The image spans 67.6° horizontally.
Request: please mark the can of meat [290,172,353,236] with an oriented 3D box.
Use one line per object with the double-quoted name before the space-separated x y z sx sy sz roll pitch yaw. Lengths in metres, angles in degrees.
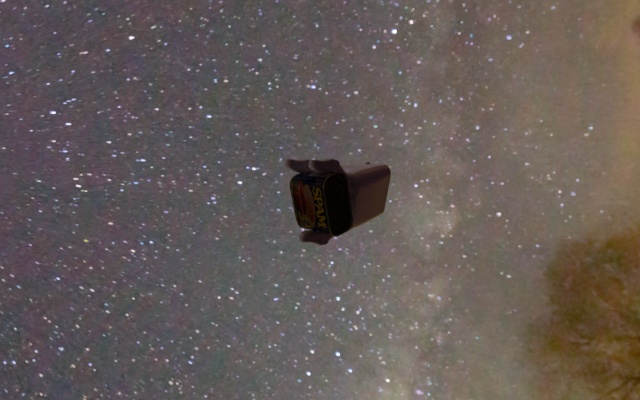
"can of meat" 0.000 0.003 0.798 0.084 0.102 0.057 7 23 43
